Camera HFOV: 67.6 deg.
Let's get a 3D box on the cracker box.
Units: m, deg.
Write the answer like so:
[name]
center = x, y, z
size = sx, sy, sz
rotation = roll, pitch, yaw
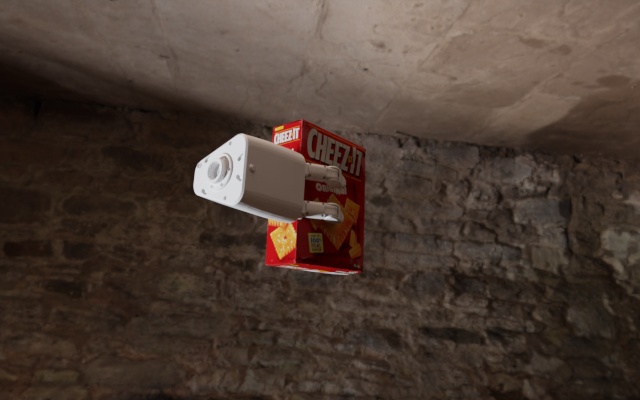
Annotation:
[cracker box]
center = 0.000, 0.003, 0.746
size = 0.072, 0.213, 0.164
rotation = -8, -17, 40
